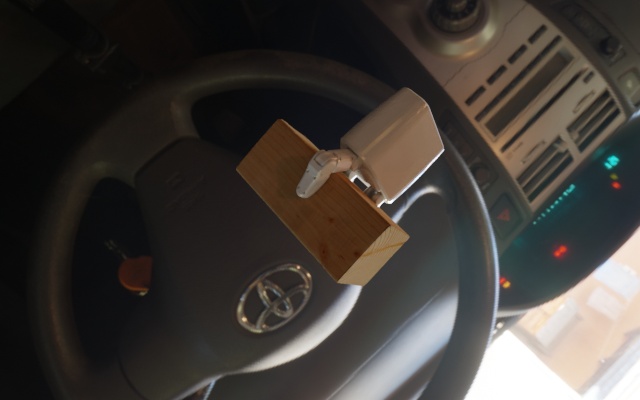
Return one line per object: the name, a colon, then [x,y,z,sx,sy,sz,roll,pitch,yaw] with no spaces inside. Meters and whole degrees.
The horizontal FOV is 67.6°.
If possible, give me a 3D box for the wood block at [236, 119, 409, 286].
wood block: [0.000,0.002,0.605,0.206,0.090,0.091,46,8,26]
